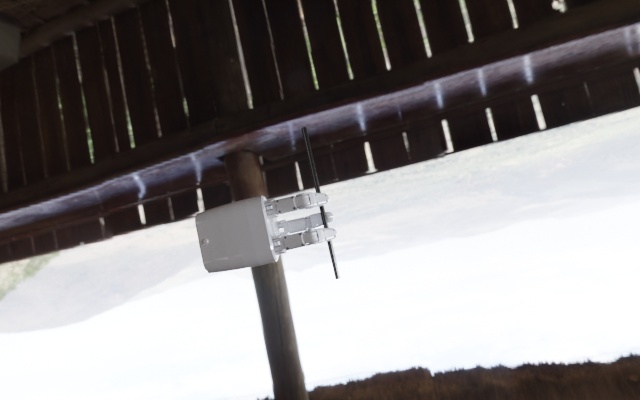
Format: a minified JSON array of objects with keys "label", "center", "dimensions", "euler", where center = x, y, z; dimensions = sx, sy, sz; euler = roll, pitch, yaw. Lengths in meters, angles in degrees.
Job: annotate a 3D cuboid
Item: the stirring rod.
[{"label":"stirring rod","center":[0.000,0.002,0.736],"dimensions":[0.011,0.239,0.011],"euler":[-13,-7,-1]}]
